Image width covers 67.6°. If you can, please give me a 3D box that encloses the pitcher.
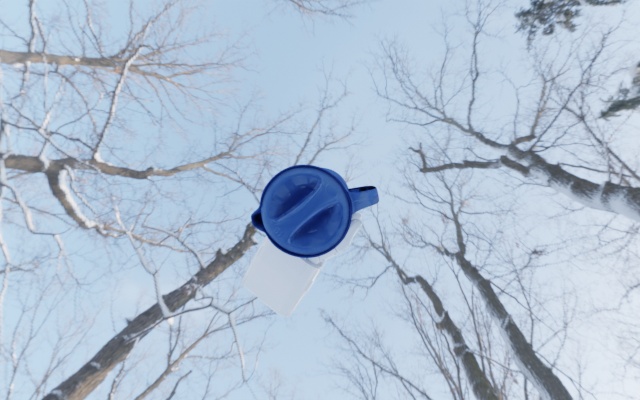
[{"bbox_3d":[0.000,0.003,0.783,0.149,0.145,0.243,32,9,2],"label":"pitcher"}]
